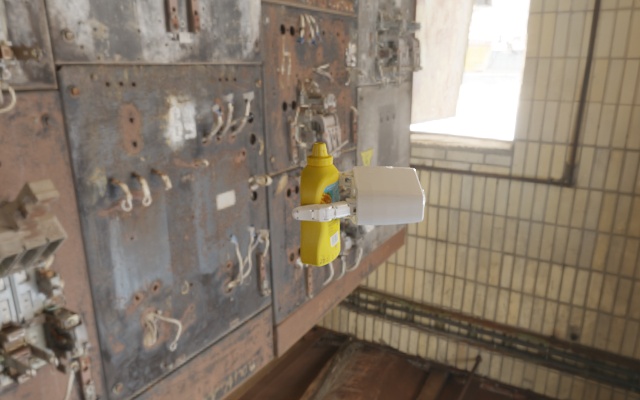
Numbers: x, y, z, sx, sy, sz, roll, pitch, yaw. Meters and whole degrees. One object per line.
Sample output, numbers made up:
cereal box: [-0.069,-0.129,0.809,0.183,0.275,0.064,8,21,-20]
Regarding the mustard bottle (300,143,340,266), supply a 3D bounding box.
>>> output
mustard bottle: [0.000,0.003,0.775,0.058,0.192,0.096,7,18,23]
